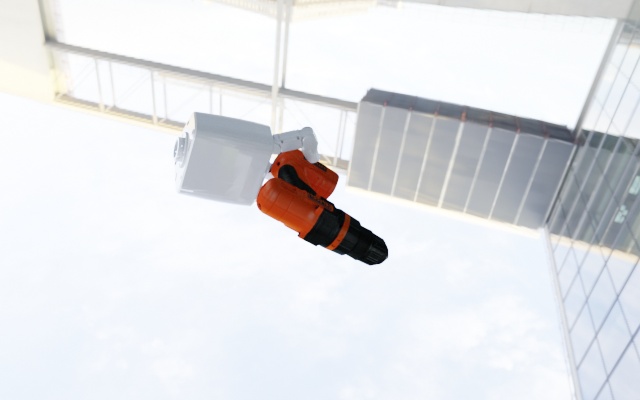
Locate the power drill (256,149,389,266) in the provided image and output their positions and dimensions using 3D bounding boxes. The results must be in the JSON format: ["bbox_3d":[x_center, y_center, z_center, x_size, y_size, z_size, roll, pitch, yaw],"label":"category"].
[{"bbox_3d":[0.000,0.002,0.648,0.184,0.057,0.187,31,16,-19],"label":"power drill"}]
